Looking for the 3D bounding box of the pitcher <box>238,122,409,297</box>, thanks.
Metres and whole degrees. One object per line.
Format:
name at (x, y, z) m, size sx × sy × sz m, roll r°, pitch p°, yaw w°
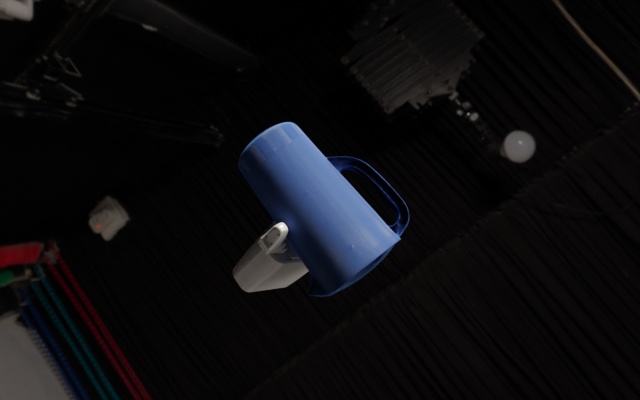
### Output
pitcher at (0.000, 0.002, 0.691) m, size 0.145 × 0.243 × 0.149 m, roll -46°, pitch -13°, yaw 35°
